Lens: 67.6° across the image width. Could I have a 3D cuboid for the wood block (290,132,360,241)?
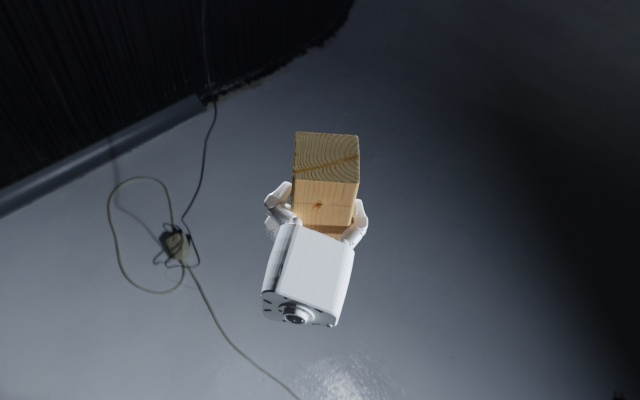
[{"bbox_3d":[0.000,0.003,0.725,0.091,0.090,0.206,4,-37,-3],"label":"wood block"}]
